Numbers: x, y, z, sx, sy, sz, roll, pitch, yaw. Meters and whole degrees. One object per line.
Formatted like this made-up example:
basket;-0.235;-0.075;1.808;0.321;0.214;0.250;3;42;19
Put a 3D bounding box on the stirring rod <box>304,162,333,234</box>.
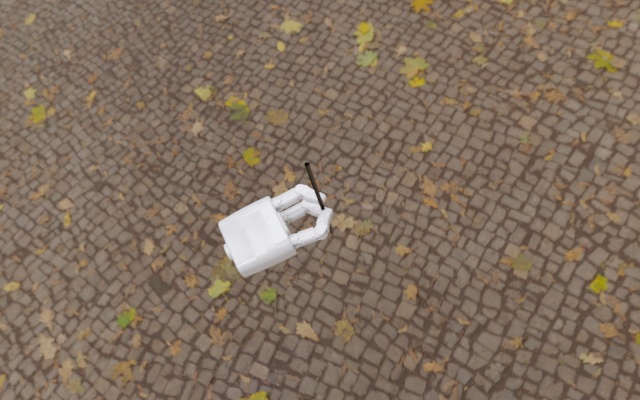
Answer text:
stirring rod;0.000;0.003;0.854;0.011;0.011;0.240;0;-30;12
